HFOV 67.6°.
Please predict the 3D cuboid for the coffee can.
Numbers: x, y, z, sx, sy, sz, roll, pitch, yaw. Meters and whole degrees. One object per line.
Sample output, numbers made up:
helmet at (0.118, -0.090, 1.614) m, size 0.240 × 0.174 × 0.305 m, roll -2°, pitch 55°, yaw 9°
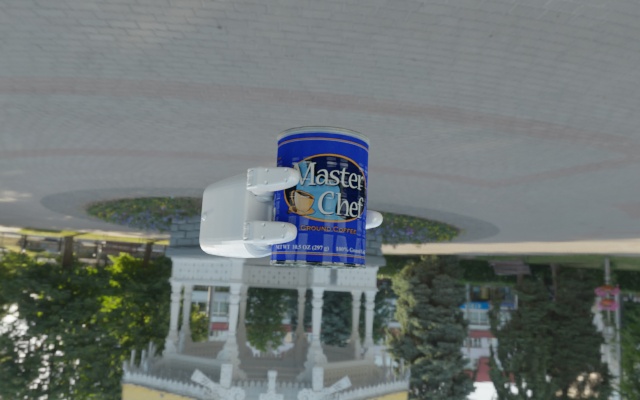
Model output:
coffee can at (0.000, 0.002, 0.519) m, size 0.103 × 0.140 × 0.103 m, roll 3°, pitch -9°, yaw 0°
